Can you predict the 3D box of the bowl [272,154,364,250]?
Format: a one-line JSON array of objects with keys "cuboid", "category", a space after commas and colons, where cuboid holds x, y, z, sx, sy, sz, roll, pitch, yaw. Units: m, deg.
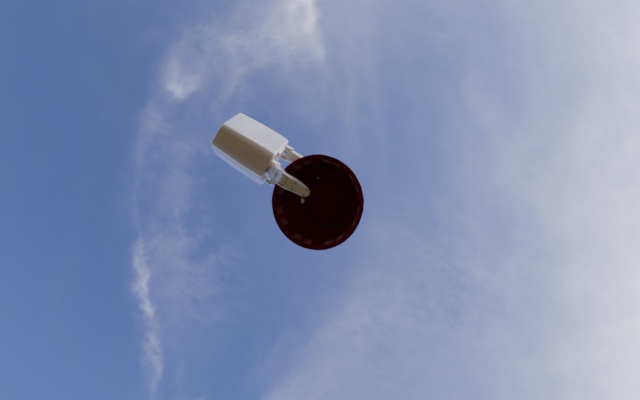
[{"cuboid": [0.001, 0.004, 0.828, 0.162, 0.162, 0.055, 0, 1, 16], "category": "bowl"}]
